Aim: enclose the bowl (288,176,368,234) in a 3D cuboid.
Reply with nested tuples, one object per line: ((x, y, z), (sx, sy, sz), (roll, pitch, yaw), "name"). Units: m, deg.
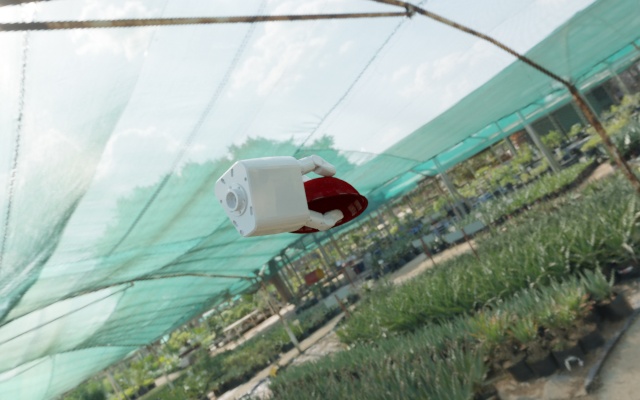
((0.001, 0.003, 0.846), (0.162, 0.055, 0.162), (-13, -23, -6), "bowl")
